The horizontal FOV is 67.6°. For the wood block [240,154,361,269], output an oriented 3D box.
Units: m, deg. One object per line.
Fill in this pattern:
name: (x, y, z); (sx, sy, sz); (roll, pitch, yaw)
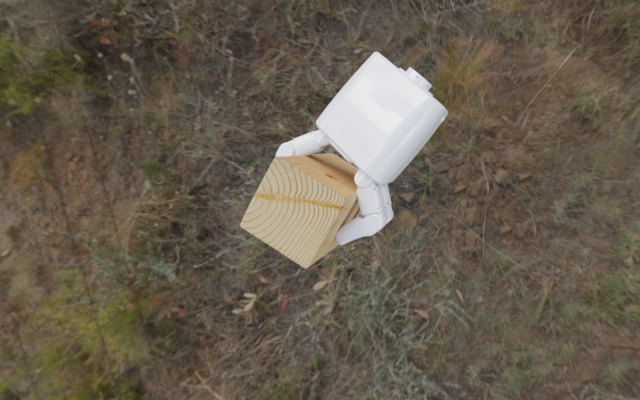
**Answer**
wood block: (0.000, 0.001, 0.592); (0.091, 0.090, 0.206); (32, 14, 12)
